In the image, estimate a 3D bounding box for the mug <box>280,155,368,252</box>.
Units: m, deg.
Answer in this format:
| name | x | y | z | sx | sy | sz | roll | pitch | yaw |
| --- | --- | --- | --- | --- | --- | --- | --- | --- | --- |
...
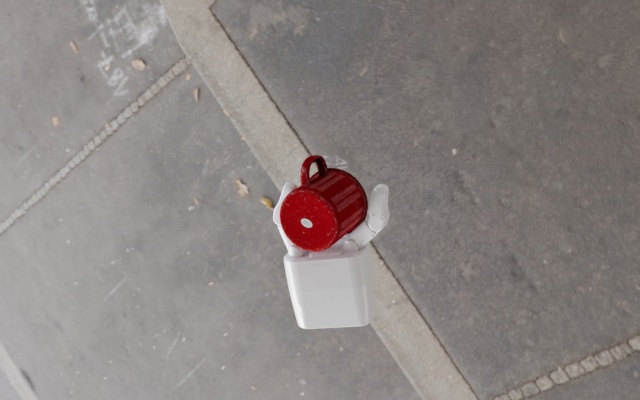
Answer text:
| name | x | y | z | sx | sy | sz | roll | pitch | yaw |
| --- | --- | --- | --- | --- | --- | --- | --- | --- | --- |
| mug | 0.000 | 0.001 | 0.593 | 0.093 | 0.117 | 0.081 | -2 | 16 | 27 |
